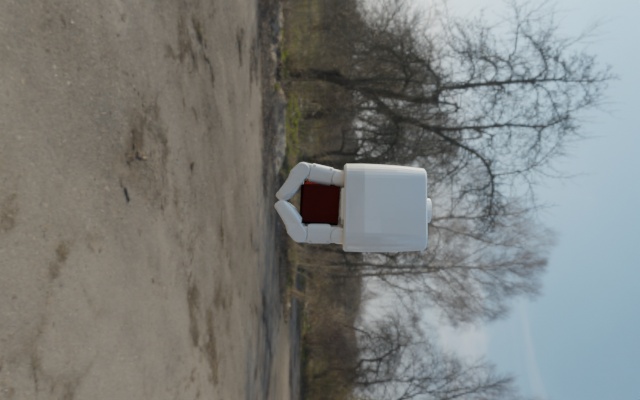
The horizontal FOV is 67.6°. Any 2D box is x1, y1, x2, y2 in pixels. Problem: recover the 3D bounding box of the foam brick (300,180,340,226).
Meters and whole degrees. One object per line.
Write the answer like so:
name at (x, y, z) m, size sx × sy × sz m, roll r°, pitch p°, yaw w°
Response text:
foam brick at (0.000, 0.002, 0.654) m, size 0.051 × 0.053 × 0.078 m, roll 3°, pitch 7°, yaw 1°
